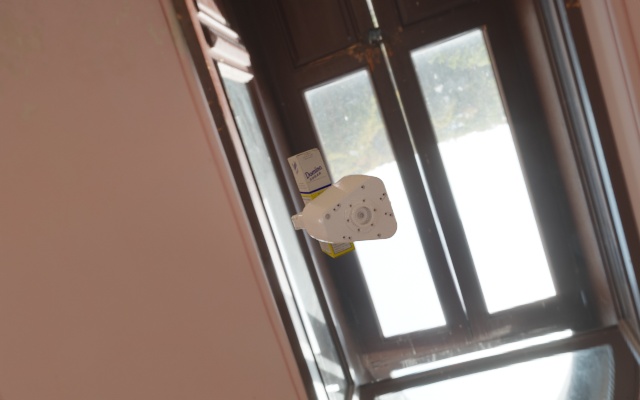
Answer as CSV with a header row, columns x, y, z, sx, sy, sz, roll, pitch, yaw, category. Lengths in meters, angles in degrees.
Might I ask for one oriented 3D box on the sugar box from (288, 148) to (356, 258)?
x,y,z,sx,sy,sz,roll,pitch,yaw,category
0.001,0.003,0.802,0.048,0.176,0.093,-19,7,-11,sugar box
